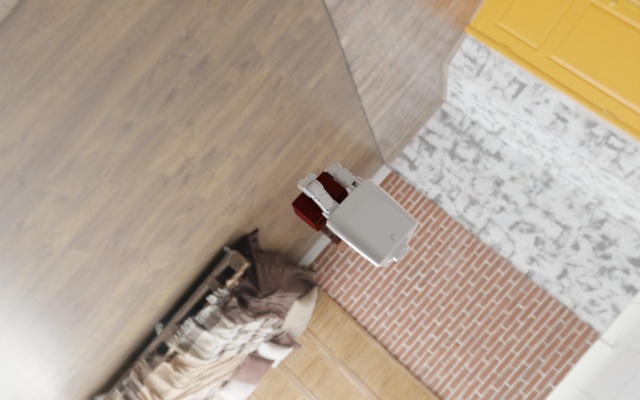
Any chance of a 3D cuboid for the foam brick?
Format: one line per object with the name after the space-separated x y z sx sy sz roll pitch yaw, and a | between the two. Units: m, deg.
0.000 0.003 0.771 0.051 0.078 0.053 41 -10 17 | foam brick
